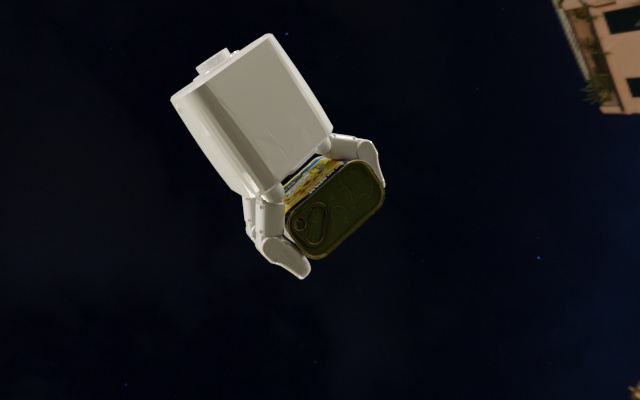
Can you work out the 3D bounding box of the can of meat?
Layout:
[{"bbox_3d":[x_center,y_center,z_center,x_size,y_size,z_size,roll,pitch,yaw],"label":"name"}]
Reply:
[{"bbox_3d":[0.000,0.002,0.483,0.102,0.057,0.084,-42,23,-12],"label":"can of meat"}]
